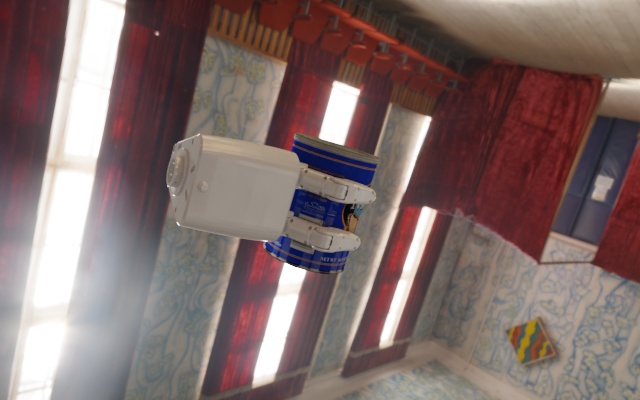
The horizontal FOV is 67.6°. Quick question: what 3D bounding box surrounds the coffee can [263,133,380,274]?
[{"bbox_3d":[0.000,0.002,0.564,0.103,0.140,0.103,16,10,-3],"label":"coffee can"}]
